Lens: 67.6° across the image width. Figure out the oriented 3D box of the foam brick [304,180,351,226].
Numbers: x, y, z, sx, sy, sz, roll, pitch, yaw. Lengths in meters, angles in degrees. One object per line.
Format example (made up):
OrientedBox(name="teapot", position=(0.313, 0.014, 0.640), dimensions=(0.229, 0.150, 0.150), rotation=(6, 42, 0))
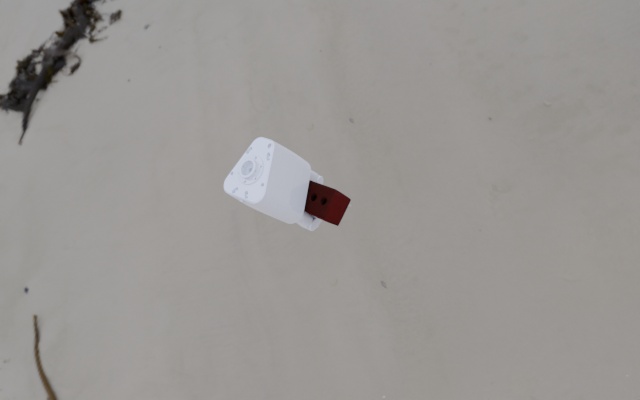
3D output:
OrientedBox(name="foam brick", position=(0.000, 0.003, 0.816), dimensions=(0.078, 0.053, 0.051), rotation=(20, -7, 36))
